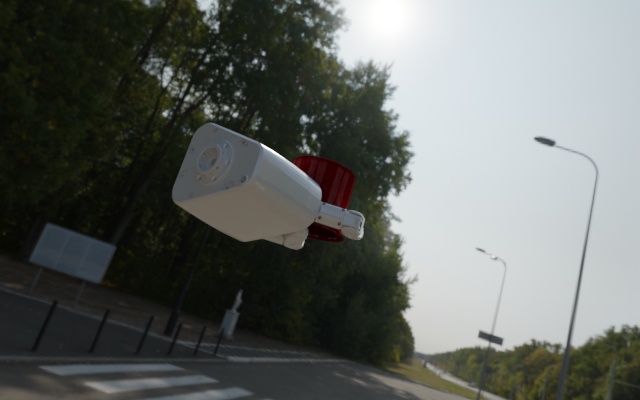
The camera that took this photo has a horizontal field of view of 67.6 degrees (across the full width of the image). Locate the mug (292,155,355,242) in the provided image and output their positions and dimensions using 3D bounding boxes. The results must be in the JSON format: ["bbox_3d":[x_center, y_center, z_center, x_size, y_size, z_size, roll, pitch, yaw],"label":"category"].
[{"bbox_3d":[0.001,0.002,0.589,0.093,0.081,0.117,7,-18,34],"label":"mug"}]
